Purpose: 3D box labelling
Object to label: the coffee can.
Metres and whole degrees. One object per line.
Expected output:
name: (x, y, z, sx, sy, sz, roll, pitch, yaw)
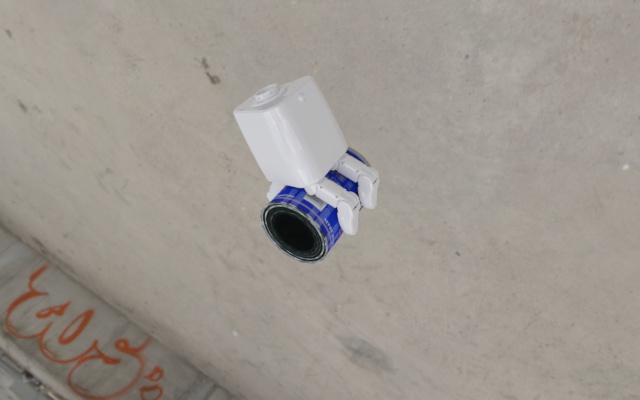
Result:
coffee can: (0.000, 0.002, 0.653, 0.103, 0.103, 0.140, 0, 37, 40)
